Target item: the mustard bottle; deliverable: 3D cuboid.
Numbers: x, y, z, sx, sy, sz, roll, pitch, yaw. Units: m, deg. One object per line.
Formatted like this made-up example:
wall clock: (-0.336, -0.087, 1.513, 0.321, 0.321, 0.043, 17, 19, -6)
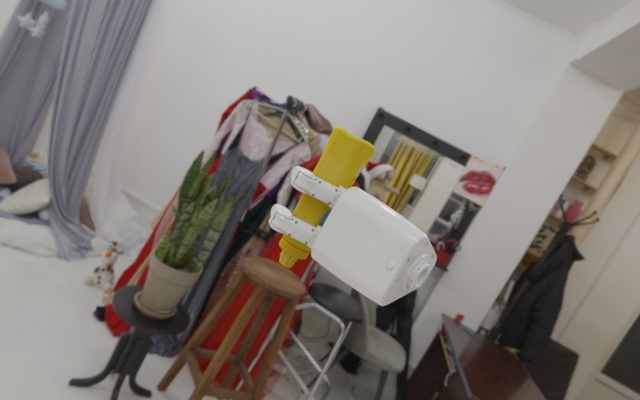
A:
mustard bottle: (0.000, 0.002, 0.614, 0.058, 0.191, 0.096, 30, 8, 6)
